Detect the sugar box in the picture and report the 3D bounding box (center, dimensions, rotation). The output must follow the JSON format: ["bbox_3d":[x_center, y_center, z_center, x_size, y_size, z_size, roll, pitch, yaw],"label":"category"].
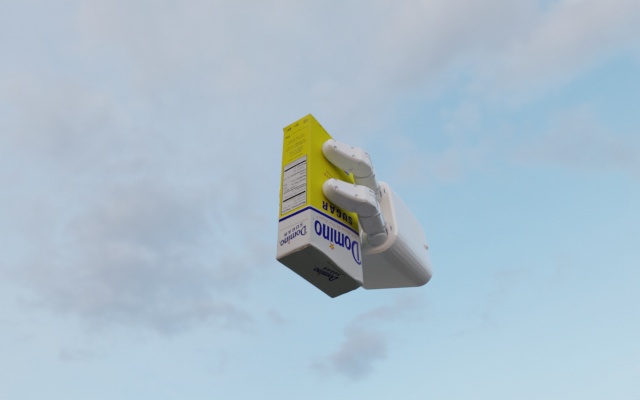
[{"bbox_3d":[0.001,0.001,0.497,0.048,0.176,0.093,-27,-46,24],"label":"sugar box"}]
